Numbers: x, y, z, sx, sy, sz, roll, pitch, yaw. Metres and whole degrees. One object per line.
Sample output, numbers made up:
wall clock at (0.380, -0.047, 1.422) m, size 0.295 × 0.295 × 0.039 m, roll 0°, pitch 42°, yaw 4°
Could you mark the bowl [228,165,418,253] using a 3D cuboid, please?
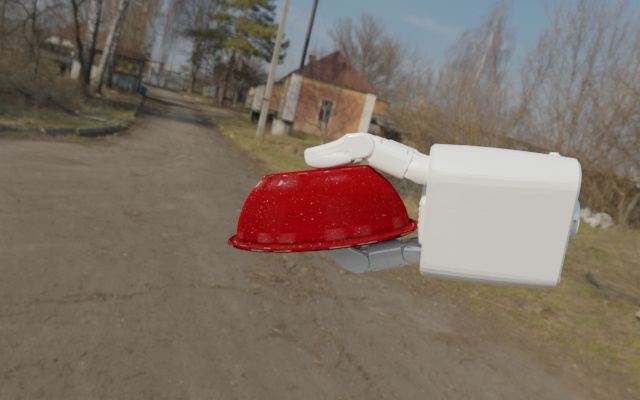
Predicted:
bowl at (-0.001, 0.001, 0.406) m, size 0.162 × 0.055 × 0.162 m, roll -6°, pitch 5°, yaw 1°
